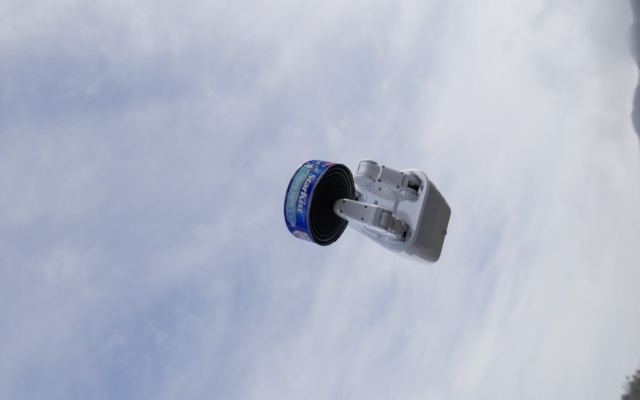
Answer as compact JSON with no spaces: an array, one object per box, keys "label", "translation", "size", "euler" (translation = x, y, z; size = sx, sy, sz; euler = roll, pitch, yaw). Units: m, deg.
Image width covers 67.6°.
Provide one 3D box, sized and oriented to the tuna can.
[{"label":"tuna can","translation":[0.000,0.001,0.491],"size":[0.033,0.086,0.086],"euler":[14,8,32]}]
